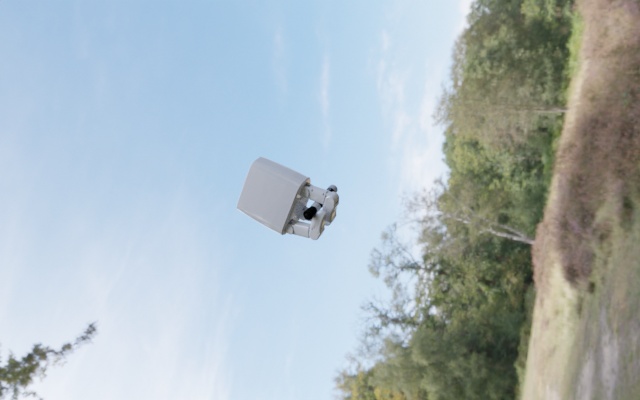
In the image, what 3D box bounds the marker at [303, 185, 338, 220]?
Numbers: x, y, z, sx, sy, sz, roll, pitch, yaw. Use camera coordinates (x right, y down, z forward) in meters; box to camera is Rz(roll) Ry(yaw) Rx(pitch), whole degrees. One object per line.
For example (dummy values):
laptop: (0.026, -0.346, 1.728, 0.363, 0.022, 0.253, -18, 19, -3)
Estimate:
marker: (0.000, 0.003, 0.870, 0.020, 0.020, 0.121, 0, 25, 27)
